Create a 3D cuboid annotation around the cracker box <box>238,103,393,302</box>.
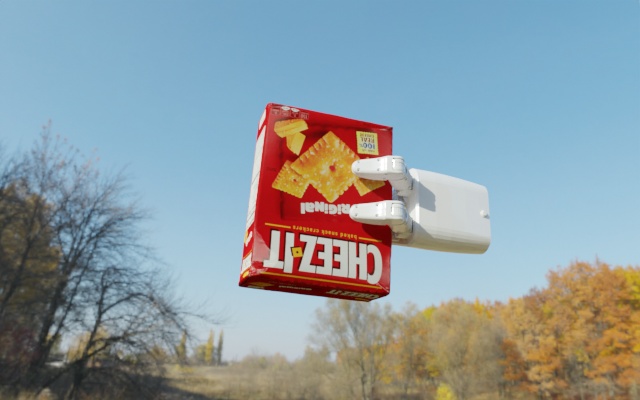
[{"bbox_3d":[0.000,0.002,0.569,0.164,0.213,0.072,10,-21,-15],"label":"cracker box"}]
